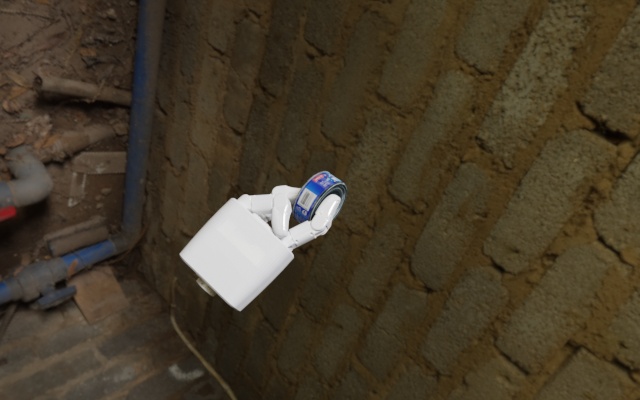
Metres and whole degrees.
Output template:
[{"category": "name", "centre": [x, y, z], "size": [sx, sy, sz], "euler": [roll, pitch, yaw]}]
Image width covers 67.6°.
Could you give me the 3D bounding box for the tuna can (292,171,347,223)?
[{"category": "tuna can", "centre": [0.001, 0.003, 0.697], "size": [0.033, 0.086, 0.086], "euler": [35, 17, 26]}]
